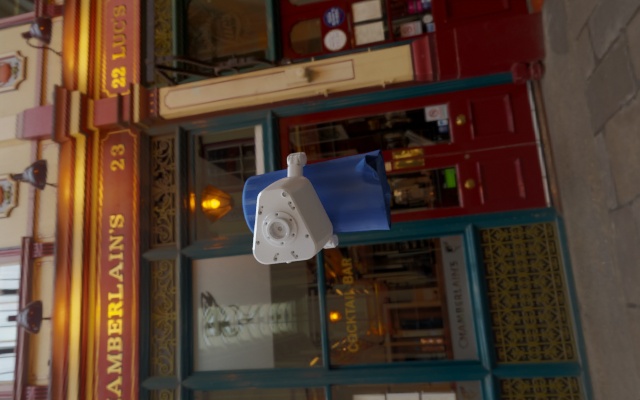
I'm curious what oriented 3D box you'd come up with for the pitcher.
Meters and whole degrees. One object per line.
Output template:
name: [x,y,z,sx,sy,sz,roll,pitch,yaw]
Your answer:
pitcher: [0.000,0.003,0.822,0.243,0.149,0.145,-7,10,13]
